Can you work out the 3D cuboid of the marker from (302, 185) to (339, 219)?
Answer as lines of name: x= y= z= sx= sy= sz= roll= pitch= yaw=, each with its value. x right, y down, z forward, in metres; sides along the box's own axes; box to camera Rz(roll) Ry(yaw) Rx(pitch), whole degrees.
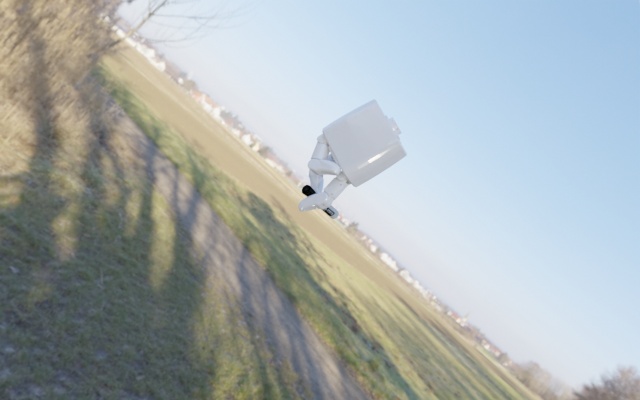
marker: x=0.000 y=0.003 z=0.862 sx=0.020 sy=0.020 sz=0.121 roll=0 pitch=-24 yaw=29
